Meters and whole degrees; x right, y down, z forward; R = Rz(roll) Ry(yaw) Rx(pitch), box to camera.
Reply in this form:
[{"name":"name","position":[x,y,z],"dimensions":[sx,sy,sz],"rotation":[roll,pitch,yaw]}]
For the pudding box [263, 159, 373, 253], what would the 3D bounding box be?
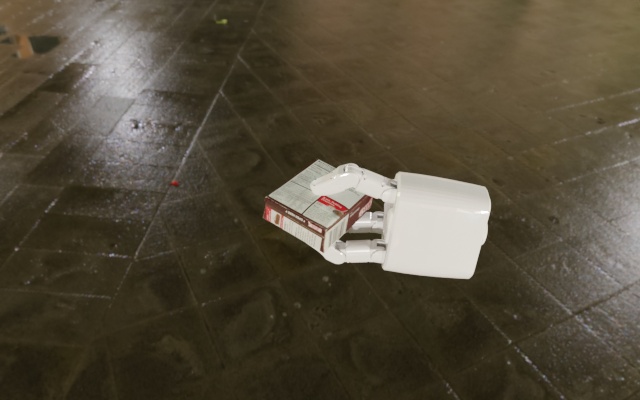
[{"name":"pudding box","position":[0.000,0.002,0.578],"dimensions":[0.090,0.039,0.113],"rotation":[27,40,22]}]
